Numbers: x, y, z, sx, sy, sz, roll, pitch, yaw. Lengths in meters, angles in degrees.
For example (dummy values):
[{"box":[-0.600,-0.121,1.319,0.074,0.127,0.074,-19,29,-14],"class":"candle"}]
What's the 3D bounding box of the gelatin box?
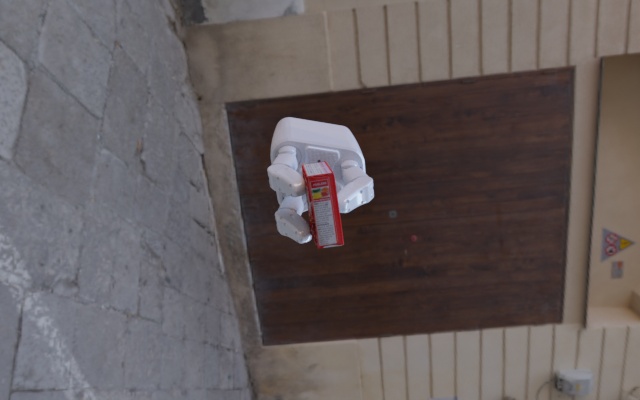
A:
[{"box":[0.001,0.002,0.497,0.030,0.073,0.089,-9,13,-4],"class":"gelatin box"}]
